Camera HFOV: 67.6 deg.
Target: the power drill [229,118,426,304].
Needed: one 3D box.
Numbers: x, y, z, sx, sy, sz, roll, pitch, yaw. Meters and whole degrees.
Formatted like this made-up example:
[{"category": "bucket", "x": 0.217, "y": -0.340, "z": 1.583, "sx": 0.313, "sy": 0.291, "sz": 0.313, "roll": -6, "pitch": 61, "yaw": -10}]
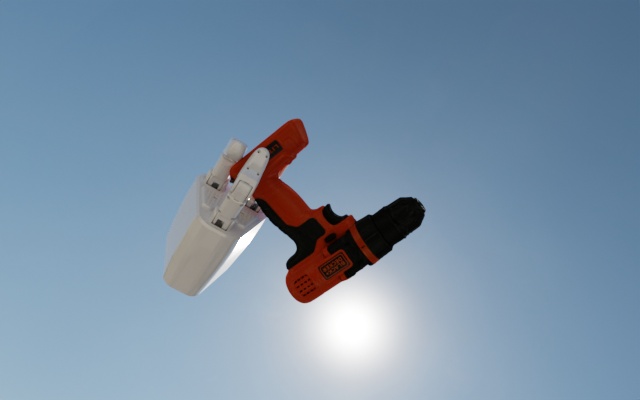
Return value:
[{"category": "power drill", "x": 0.000, "y": 0.002, "z": 0.549, "sx": 0.184, "sy": 0.187, "sz": 0.057, "roll": -36, "pitch": -2, "yaw": 10}]
